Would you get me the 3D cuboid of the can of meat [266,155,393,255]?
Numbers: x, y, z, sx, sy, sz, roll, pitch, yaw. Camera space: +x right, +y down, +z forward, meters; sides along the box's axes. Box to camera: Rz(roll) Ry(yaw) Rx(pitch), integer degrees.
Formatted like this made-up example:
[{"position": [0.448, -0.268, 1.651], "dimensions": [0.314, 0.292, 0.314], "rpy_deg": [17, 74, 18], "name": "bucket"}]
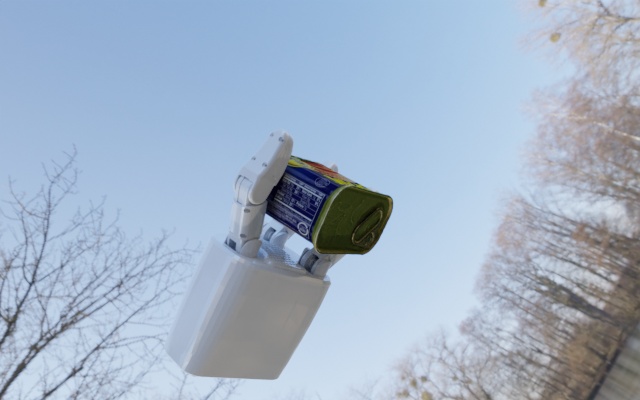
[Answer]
[{"position": [0.000, 0.001, 0.406], "dimensions": [0.084, 0.057, 0.102], "rpy_deg": [30, 10, 32], "name": "can of meat"}]
